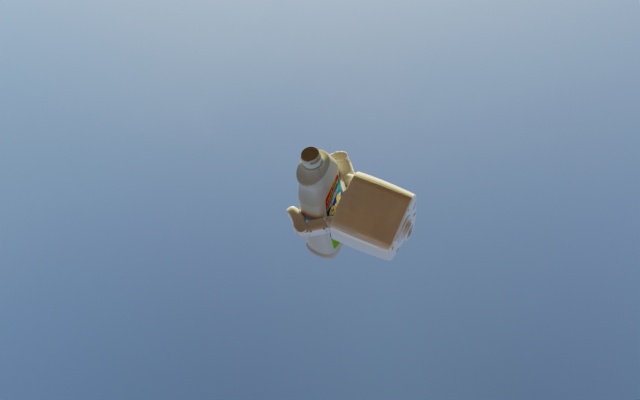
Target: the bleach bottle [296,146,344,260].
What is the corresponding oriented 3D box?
[{"bbox_3d":[0.000,0.003,0.812,0.068,0.102,0.251,22,-25,23],"label":"bleach bottle"}]
